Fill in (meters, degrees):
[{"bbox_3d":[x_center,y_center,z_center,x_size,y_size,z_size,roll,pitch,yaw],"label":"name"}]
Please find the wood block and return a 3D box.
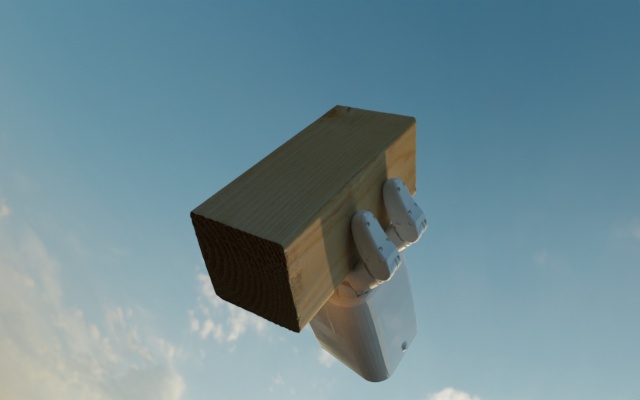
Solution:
[{"bbox_3d":[0.000,0.002,0.420,0.091,0.090,0.206,15,40,31],"label":"wood block"}]
